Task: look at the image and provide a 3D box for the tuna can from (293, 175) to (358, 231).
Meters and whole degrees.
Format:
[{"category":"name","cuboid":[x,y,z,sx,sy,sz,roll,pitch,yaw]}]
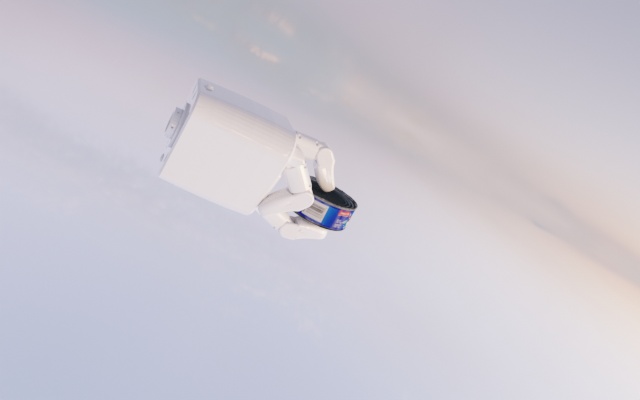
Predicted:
[{"category":"tuna can","cuboid":[0.000,0.002,0.584,0.086,0.034,0.086,25,15,-7]}]
